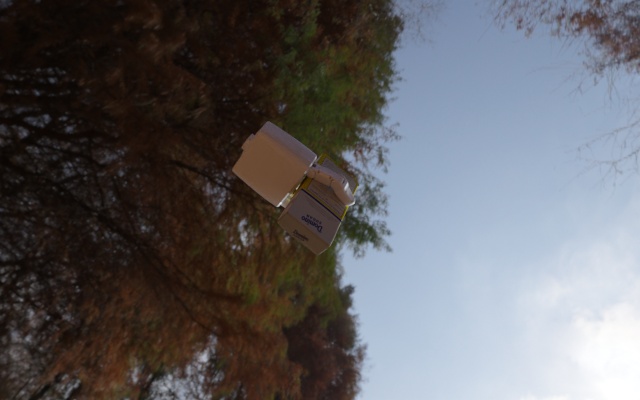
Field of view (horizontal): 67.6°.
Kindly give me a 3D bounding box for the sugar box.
[{"bbox_3d":[0.000,0.003,0.837,0.048,0.093,0.176,-41,13,45],"label":"sugar box"}]
